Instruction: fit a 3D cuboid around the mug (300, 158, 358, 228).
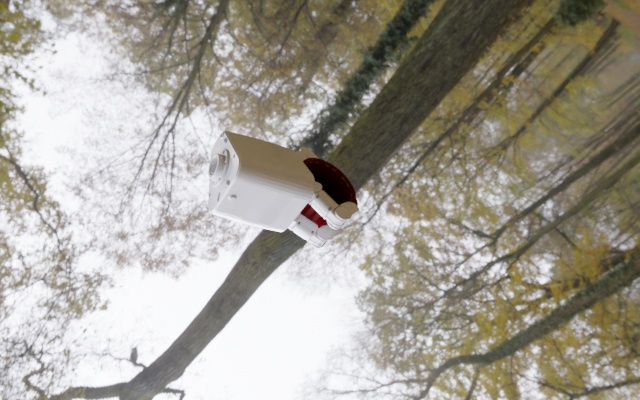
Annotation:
[{"bbox_3d":[0.001,0.003,0.696,0.117,0.093,0.081,17,-50,-33],"label":"mug"}]
